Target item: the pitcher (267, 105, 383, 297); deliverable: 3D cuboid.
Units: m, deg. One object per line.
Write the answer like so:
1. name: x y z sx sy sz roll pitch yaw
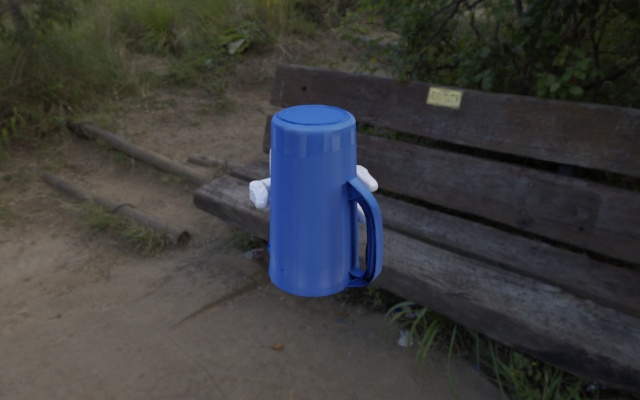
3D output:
1. pitcher: 0.000 0.002 0.651 0.149 0.243 0.145 -4 26 -9
